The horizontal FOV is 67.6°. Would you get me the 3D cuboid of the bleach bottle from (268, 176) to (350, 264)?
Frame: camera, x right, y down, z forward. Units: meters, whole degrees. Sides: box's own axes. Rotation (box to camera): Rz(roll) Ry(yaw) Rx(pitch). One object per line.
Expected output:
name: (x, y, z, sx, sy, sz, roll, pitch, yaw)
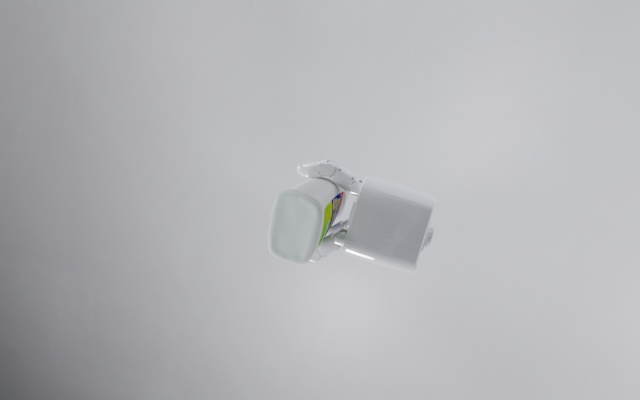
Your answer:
bleach bottle: (0.000, 0.002, 0.720, 0.068, 0.103, 0.250, 17, 21, 12)
